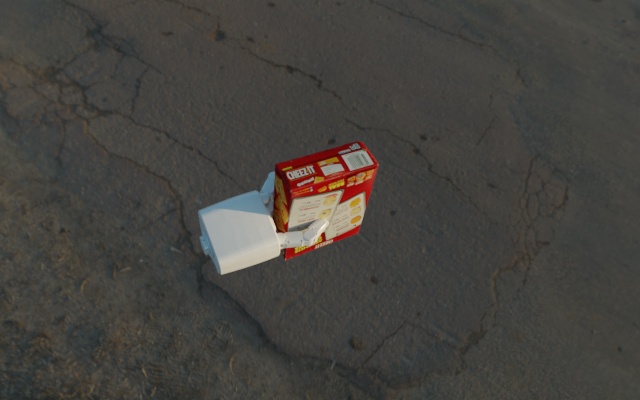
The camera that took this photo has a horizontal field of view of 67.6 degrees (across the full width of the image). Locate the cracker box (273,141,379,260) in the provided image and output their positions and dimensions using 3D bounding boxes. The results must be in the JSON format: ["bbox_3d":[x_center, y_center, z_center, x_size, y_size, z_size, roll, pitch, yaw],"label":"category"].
[{"bbox_3d":[0.000,0.003,0.862,0.164,0.072,0.214,-18,-32,-20],"label":"cracker box"}]
